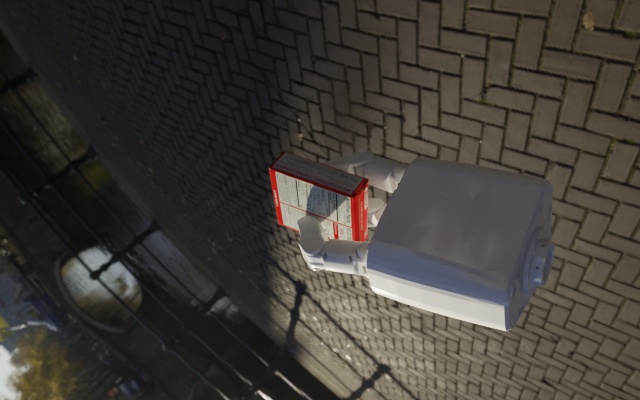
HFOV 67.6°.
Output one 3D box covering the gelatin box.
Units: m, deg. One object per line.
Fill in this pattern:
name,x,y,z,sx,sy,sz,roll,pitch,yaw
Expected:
gelatin box,0.000,0.002,0.439,0.089,0.073,0.030,19,49,23
